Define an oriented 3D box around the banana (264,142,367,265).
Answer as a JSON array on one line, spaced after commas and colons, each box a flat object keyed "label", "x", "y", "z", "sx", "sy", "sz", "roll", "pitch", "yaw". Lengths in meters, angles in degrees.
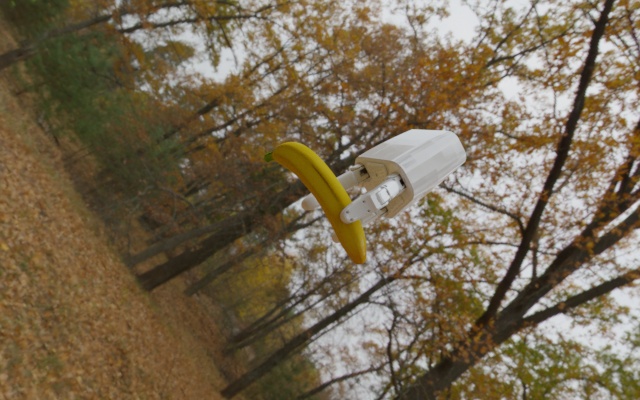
[{"label": "banana", "x": 0.001, "y": -0.010, "z": 0.600, "sx": 0.037, "sy": 0.197, "sz": 0.070, "roll": -31, "pitch": -19, "yaw": -26}]
